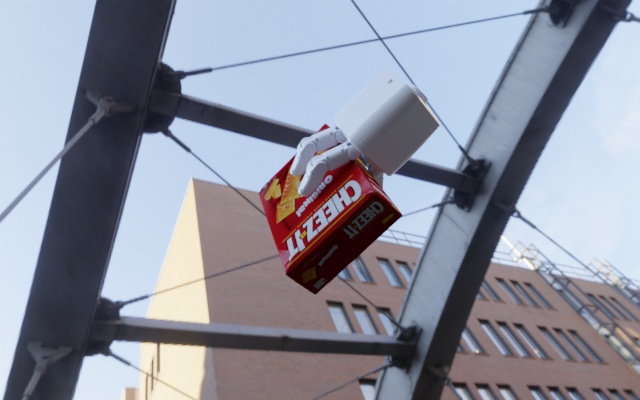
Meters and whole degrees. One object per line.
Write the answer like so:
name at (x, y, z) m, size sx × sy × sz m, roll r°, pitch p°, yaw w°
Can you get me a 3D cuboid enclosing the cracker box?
cracker box at (0.000, 0.002, 0.701) m, size 0.072 × 0.164 × 0.213 m, roll 38°, pitch 14°, yaw -33°
